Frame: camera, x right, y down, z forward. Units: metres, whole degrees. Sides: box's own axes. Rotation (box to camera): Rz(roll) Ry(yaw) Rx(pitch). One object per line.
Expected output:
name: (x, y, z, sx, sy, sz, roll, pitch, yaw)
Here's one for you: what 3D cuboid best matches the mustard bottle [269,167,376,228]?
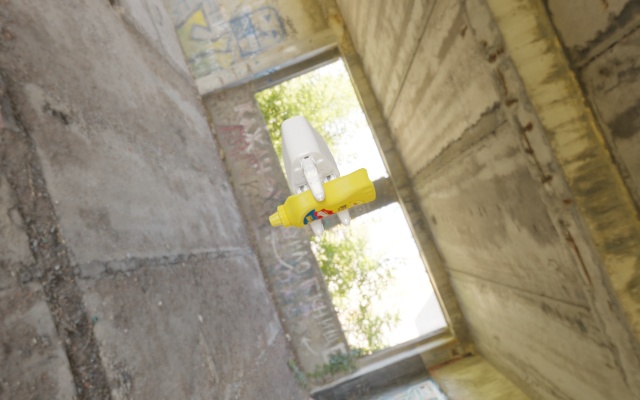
mustard bottle: (0.000, 0.003, 0.850, 0.191, 0.058, 0.096, -21, -13, 1)
